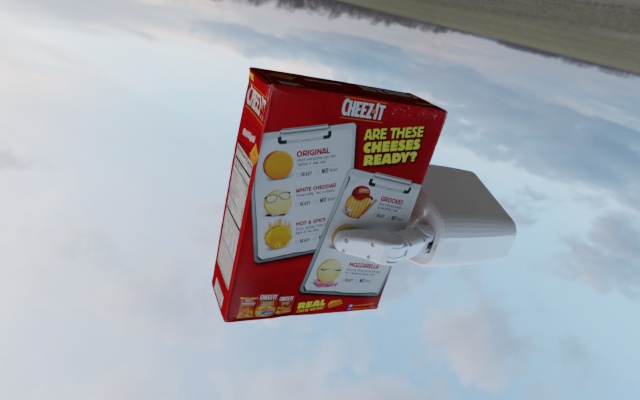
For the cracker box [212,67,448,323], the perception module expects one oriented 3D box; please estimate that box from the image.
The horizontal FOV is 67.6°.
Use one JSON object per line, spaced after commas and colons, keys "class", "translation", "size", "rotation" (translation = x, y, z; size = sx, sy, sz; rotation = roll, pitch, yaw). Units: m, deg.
{"class": "cracker box", "translation": [0.000, 0.002, 0.436], "size": [0.164, 0.214, 0.072], "rotation": [2, 26, -28]}
